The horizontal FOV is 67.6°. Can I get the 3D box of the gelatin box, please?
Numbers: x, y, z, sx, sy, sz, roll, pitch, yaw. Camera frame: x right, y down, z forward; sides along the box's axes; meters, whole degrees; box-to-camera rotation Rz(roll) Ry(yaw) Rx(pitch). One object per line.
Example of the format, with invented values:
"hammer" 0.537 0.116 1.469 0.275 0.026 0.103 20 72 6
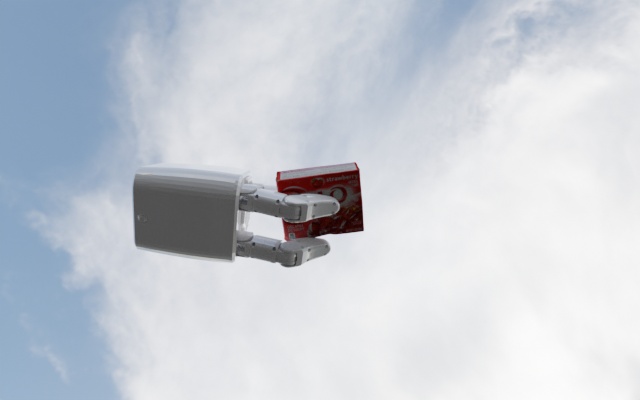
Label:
"gelatin box" 0.000 0.001 0.515 0.089 0.073 0.030 -7 24 -2
